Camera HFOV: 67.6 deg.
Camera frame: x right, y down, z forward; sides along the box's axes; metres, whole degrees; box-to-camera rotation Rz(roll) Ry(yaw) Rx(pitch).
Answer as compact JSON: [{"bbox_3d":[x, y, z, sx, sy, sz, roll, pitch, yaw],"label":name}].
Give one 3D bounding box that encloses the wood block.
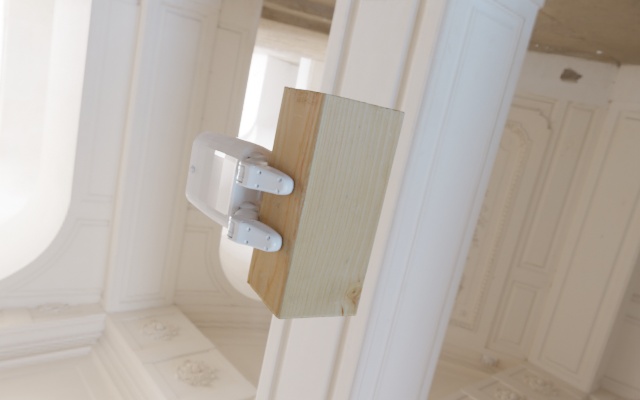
[{"bbox_3d":[0.000,0.002,0.474,0.091,0.206,0.090,5,13,-31],"label":"wood block"}]
